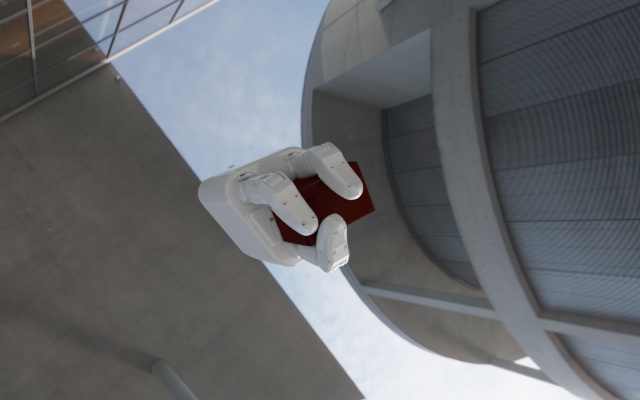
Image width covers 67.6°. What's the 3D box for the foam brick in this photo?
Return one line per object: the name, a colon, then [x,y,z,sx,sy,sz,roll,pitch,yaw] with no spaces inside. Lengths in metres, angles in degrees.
foam brick: [0.000,0.001,0.446,0.078,0.053,0.051,-26,14,-28]
